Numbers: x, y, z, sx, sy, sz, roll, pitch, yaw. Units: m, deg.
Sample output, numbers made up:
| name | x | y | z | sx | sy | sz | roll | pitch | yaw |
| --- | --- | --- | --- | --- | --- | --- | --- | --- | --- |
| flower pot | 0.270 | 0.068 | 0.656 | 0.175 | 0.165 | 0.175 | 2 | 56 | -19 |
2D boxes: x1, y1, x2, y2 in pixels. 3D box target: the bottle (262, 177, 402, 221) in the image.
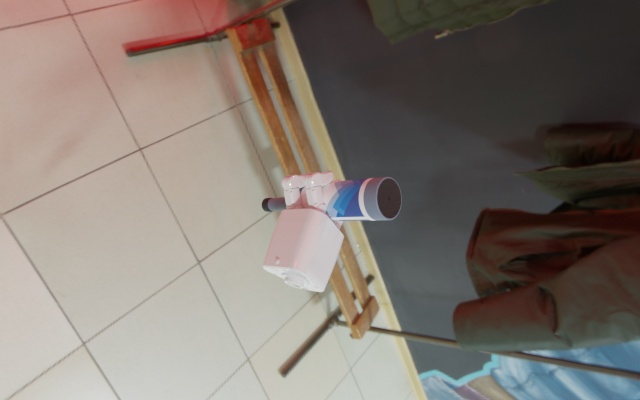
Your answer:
| name | x | y | z | sx | sy | sz | roll | pitch | yaw |
| --- | --- | --- | --- | --- | --- | --- | --- | --- | --- |
| bottle | 0.000 | 0.003 | 0.830 | 0.296 | 0.069 | 0.069 | -3 | -2 | 44 |
